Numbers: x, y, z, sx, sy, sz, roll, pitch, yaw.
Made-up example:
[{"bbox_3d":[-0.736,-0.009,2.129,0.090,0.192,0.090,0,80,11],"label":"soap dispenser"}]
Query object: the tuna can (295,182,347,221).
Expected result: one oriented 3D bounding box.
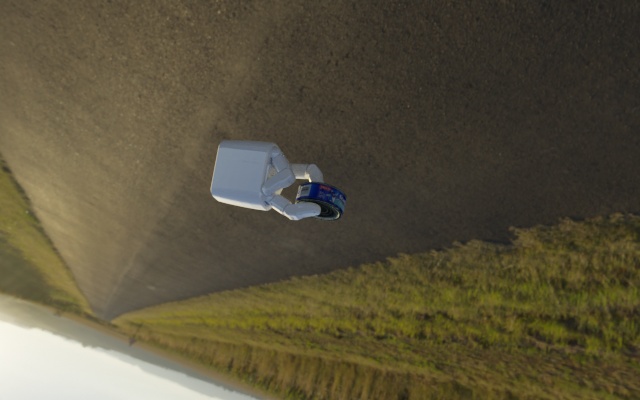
[{"bbox_3d":[0.000,0.003,0.820,0.086,0.033,0.086,12,-24,6],"label":"tuna can"}]
